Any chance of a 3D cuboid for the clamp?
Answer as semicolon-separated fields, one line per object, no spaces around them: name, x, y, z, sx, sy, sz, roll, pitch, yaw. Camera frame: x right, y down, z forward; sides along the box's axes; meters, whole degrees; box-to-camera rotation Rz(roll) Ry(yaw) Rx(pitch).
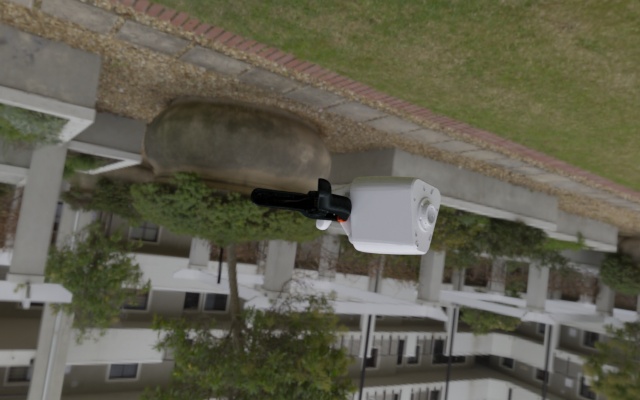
clamp;0.000;0.003;0.678;0.120;0.039;0.171;-3;-11;40
